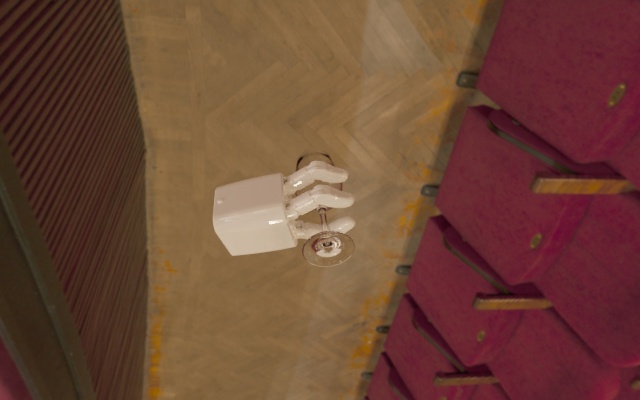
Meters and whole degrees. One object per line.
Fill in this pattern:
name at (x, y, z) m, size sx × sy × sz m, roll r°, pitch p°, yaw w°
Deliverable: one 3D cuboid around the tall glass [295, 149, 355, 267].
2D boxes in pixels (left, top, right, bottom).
tall glass at (0.000, 0.003, 0.741) m, size 0.079 × 0.079 × 0.200 m, roll 0°, pitch 42°, yaw -8°
